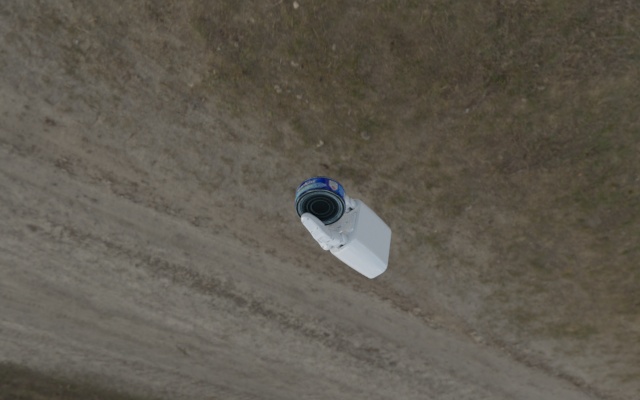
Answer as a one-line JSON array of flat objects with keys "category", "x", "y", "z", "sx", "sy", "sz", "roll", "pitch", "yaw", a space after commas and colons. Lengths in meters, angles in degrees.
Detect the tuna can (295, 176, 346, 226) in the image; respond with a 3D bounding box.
[{"category": "tuna can", "x": 0.000, "y": 0.003, "z": 0.798, "sx": 0.086, "sy": 0.086, "sz": 0.033, "roll": 0, "pitch": 42, "yaw": 3}]
